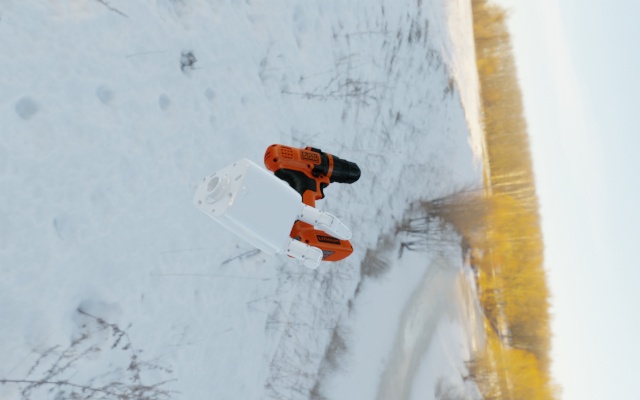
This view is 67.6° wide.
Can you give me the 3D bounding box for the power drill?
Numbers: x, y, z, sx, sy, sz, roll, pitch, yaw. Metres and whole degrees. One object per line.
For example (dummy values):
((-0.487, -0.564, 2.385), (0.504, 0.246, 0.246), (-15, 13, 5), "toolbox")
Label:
((0.000, 0.003, 0.774), (0.184, 0.187, 0.057), (8, -31, -31), "power drill")
